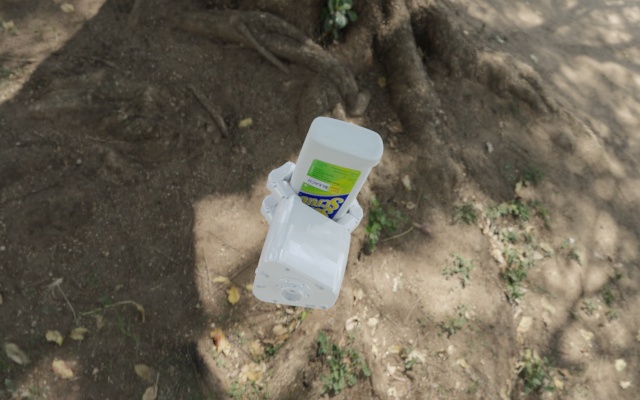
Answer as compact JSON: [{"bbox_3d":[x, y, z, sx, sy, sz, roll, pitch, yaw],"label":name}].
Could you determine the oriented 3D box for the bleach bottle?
[{"bbox_3d":[0.000,0.002,0.696,0.102,0.251,0.068,17,43,-5],"label":"bleach bottle"}]
